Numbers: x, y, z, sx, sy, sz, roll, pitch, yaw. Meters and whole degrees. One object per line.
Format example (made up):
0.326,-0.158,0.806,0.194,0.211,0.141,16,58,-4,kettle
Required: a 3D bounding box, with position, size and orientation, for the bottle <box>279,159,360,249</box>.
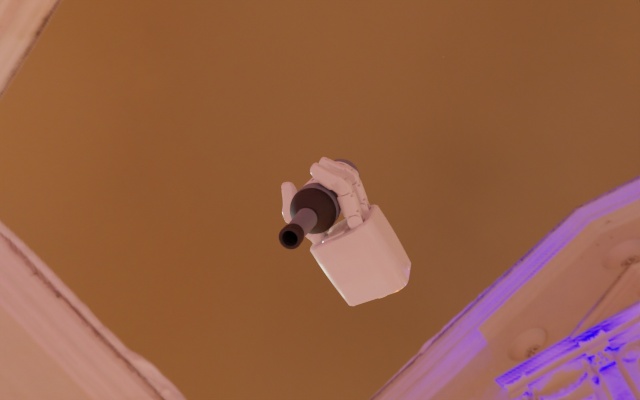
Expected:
0.000,0.002,0.679,0.069,0.069,0.295,0,16,14,bottle
